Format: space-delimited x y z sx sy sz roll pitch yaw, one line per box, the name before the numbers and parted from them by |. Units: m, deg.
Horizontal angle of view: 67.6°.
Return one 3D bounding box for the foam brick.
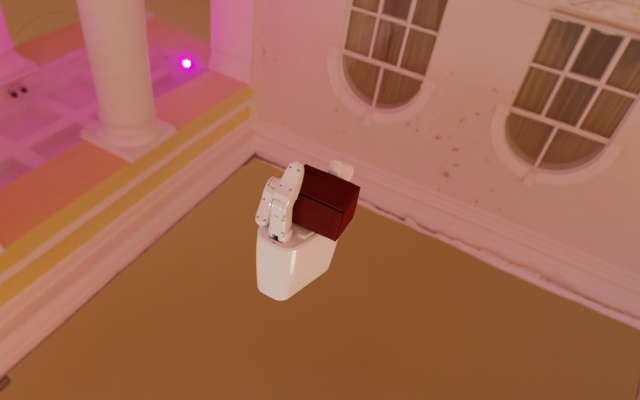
foam brick | 0.000 0.002 0.566 0.078 0.051 0.053 24 44 16
